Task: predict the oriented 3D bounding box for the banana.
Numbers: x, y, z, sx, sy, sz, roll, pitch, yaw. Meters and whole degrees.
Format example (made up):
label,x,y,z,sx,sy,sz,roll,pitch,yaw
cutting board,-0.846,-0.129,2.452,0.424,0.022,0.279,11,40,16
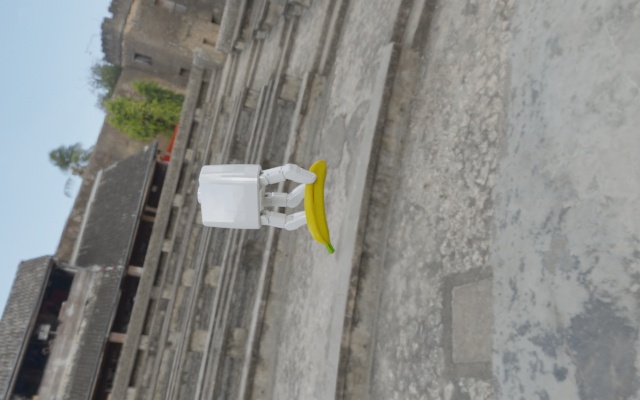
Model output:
label,x,y,z,sx,sy,sz,roll,pitch,yaw
banana,-0.006,-0.002,0.879,0.037,0.197,0.070,-12,-29,15
